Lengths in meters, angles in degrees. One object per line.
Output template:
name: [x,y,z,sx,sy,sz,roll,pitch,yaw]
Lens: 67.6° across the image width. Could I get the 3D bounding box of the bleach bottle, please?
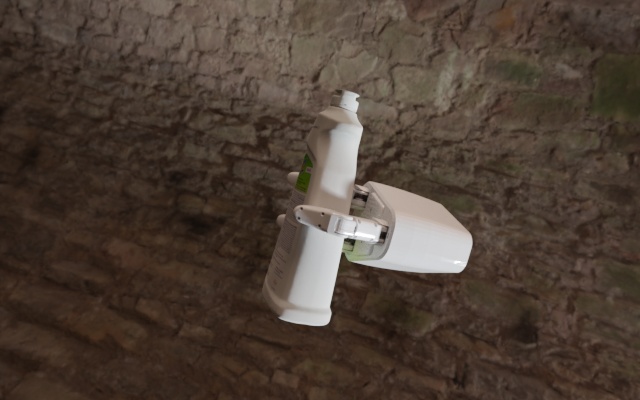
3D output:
bleach bottle: [0.000,0.002,0.534,0.068,0.251,0.102,13,5,-21]
